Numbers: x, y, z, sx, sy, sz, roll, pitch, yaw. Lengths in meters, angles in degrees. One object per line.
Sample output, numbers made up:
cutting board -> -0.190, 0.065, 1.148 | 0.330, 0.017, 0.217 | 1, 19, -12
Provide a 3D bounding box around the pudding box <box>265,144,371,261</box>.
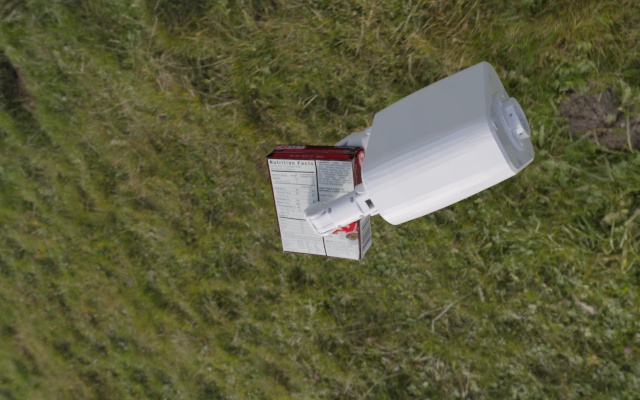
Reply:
pudding box -> 0.000, 0.002, 0.473 | 0.090, 0.113, 0.039 | 5, 28, 22
